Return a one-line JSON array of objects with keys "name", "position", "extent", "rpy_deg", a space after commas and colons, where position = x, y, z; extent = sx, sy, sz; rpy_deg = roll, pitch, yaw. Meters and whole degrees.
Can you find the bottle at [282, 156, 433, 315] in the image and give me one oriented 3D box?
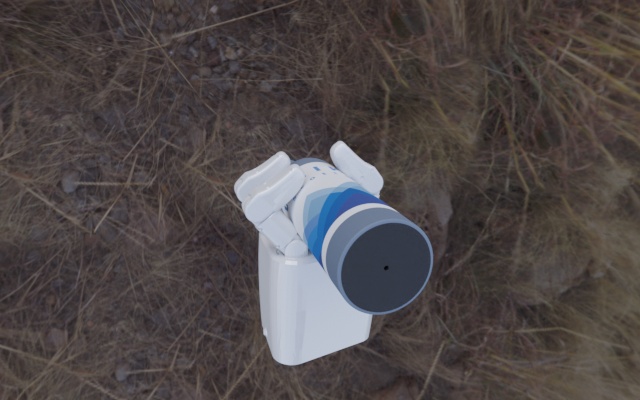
[{"name": "bottle", "position": [0.000, 0.001, 0.436], "extent": [0.069, 0.069, 0.295], "rpy_deg": [0, 16, -17]}]
